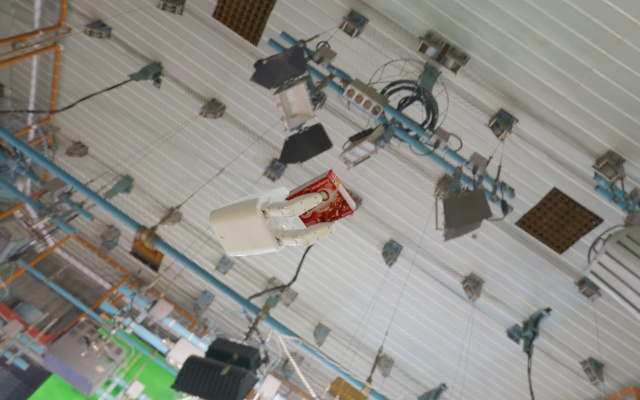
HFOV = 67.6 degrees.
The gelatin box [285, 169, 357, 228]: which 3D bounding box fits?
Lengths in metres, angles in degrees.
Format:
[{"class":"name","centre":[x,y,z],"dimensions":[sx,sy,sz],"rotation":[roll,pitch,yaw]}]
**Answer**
[{"class":"gelatin box","centre":[0.001,0.002,0.755],"dimensions":[0.089,0.073,0.030],"rotation":[-27,18,28]}]
